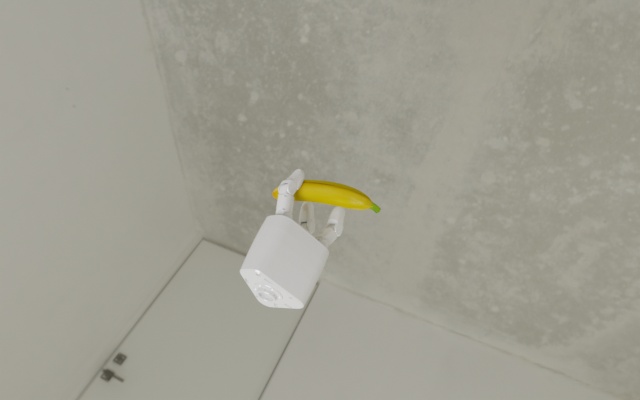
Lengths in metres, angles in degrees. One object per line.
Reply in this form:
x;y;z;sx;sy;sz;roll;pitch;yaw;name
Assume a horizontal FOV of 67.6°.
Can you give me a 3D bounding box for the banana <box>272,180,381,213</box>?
0.000;-0.007;0.811;0.198;0.037;0.070;10;-32;18;banana
